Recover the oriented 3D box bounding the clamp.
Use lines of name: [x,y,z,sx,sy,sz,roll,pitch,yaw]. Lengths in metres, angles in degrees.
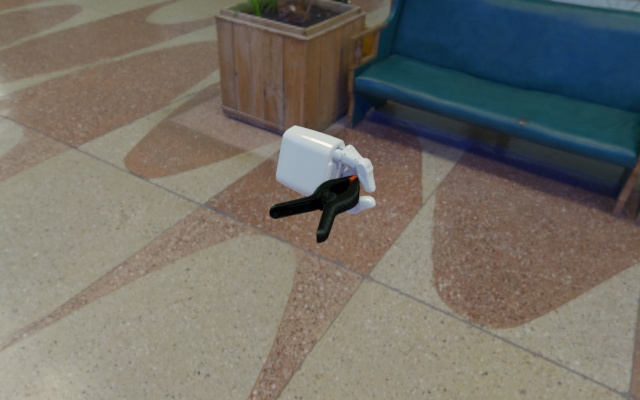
clamp: [0.000,0.002,0.805,0.120,0.039,0.171,23,41,25]
